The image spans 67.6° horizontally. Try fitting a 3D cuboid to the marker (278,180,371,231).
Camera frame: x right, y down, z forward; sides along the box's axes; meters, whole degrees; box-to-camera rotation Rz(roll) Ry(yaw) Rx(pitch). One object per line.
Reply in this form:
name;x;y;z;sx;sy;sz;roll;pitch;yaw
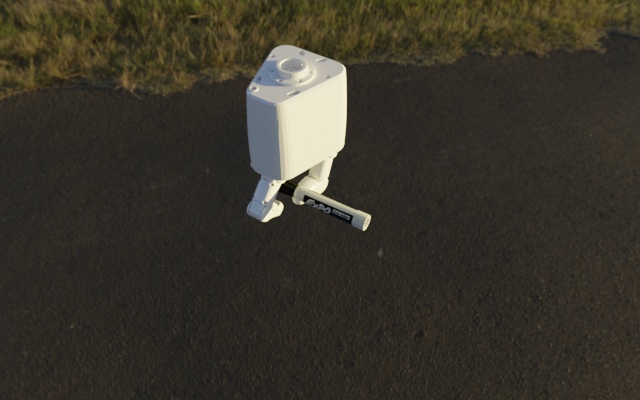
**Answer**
marker;0.000;0.002;0.552;0.121;0.020;0.020;24;8;19
